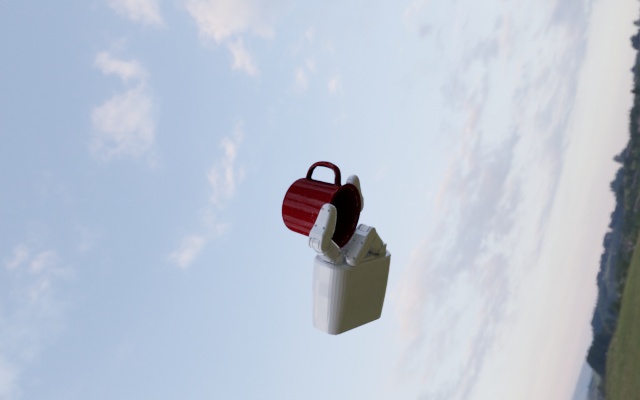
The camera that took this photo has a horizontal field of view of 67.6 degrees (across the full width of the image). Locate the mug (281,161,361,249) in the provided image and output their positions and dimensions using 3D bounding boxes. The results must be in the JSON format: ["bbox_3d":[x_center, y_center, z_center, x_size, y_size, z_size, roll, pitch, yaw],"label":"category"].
[{"bbox_3d":[0.000,0.001,0.671,0.081,0.117,0.093,15,19,33],"label":"mug"}]
